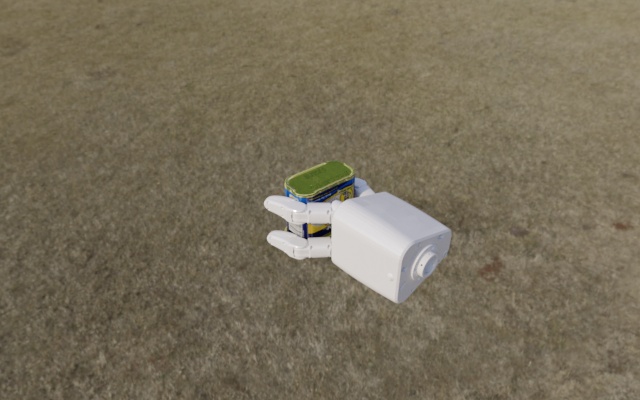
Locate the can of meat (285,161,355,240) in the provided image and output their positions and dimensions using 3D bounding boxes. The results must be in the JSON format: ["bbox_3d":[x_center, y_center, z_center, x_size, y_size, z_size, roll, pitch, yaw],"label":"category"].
[{"bbox_3d":[0.000,0.002,0.645,0.102,0.084,0.057,-26,43,-31],"label":"can of meat"}]
